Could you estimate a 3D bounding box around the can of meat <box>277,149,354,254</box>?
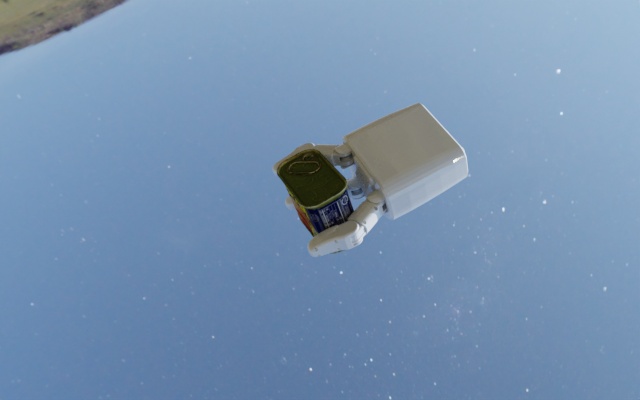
[{"bbox_3d":[0.000,0.002,0.558,0.057,0.084,0.102,-30,41,-9],"label":"can of meat"}]
